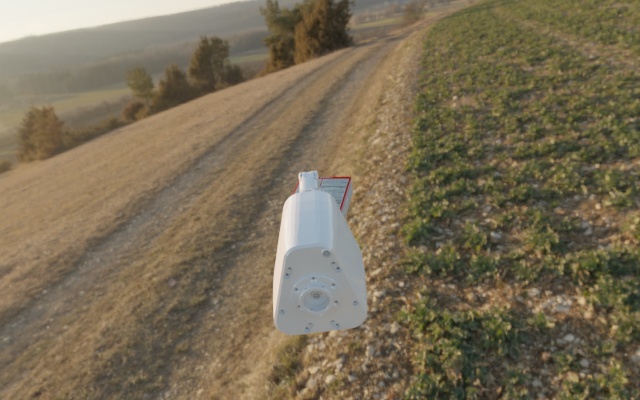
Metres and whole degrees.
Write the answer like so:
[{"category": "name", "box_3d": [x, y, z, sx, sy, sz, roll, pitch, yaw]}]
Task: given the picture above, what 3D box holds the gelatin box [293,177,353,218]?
[{"category": "gelatin box", "box_3d": [0.000, 0.001, 0.629, 0.073, 0.030, 0.089, -1, 32, 14]}]
